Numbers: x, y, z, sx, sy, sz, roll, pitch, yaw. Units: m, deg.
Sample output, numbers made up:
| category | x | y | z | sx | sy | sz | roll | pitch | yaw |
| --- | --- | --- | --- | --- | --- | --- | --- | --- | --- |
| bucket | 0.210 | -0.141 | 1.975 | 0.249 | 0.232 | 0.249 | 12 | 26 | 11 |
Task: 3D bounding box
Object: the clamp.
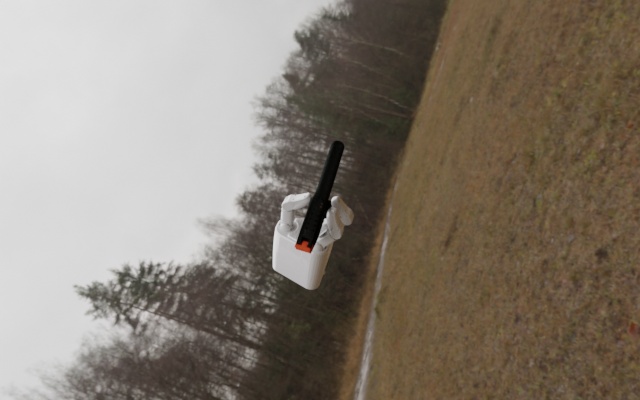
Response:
| category | x | y | z | sx | sy | sz | roll | pitch | yaw |
| --- | --- | --- | --- | --- | --- | --- | --- | --- | --- |
| clamp | -0.001 | 0.003 | 0.841 | 0.036 | 0.165 | 0.209 | 15 | 39 | 6 |
